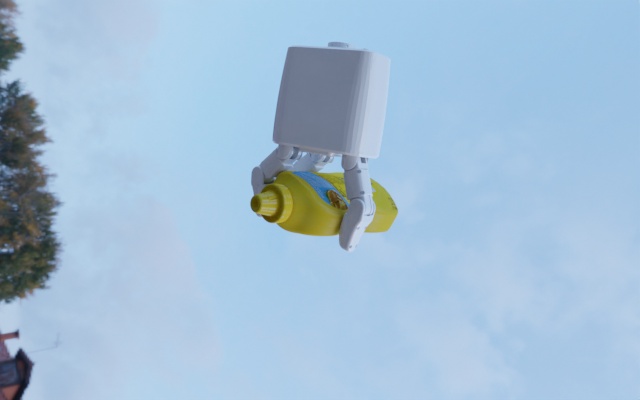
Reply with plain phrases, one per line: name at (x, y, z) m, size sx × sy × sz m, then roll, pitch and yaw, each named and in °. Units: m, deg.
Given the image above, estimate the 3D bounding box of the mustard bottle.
mustard bottle at (0.000, 0.002, 0.543) m, size 0.191 × 0.058 × 0.096 m, roll -1°, pitch 35°, yaw -48°
